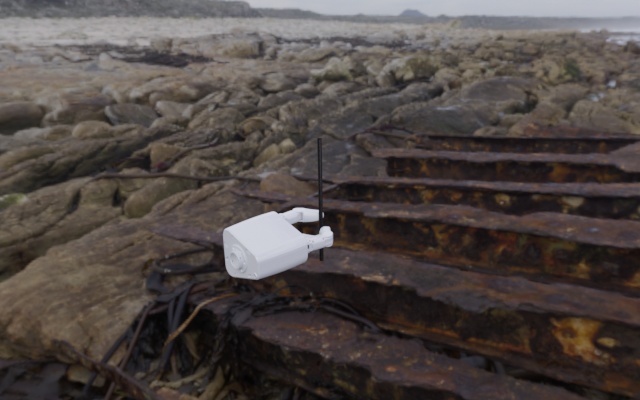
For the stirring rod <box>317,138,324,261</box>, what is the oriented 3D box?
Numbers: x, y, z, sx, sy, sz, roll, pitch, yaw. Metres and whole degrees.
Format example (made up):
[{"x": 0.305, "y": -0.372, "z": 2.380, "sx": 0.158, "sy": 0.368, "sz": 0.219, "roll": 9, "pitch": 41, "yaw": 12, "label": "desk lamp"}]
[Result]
[{"x": 0.000, "y": 0.003, "z": 0.894, "sx": 0.011, "sy": 0.240, "sz": 0.011, "roll": -1, "pitch": 19, "yaw": 0, "label": "stirring rod"}]
